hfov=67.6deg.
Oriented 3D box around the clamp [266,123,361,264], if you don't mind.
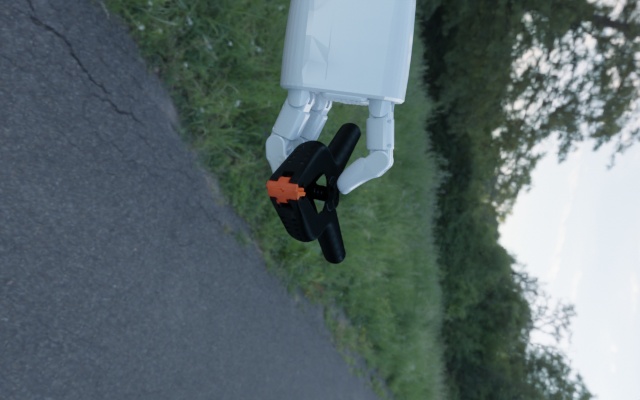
[{"bbox_3d":[0.001,0.001,0.479,0.036,0.164,0.210,7,9,17],"label":"clamp"}]
